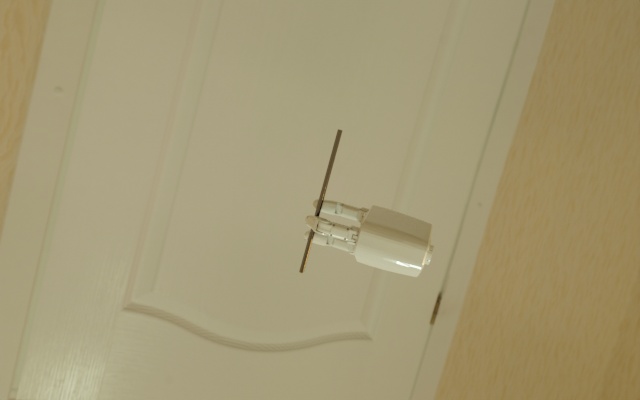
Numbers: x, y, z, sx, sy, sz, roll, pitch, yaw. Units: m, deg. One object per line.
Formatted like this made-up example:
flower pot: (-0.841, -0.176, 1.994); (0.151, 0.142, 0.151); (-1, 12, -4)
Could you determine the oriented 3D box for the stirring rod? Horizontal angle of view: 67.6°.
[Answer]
stirring rod: (0.000, 0.002, 0.775); (0.011, 0.239, 0.011); (15, 5, -1)
